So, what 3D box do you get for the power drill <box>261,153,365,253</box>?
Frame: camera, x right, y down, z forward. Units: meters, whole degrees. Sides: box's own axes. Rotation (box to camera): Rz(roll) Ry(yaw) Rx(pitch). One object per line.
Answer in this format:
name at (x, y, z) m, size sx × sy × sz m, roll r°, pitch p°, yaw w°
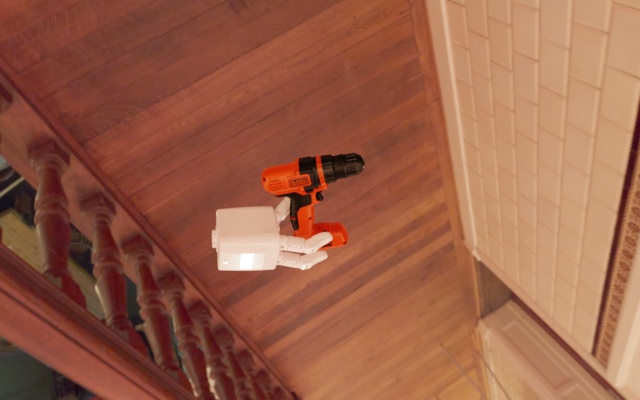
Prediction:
power drill at (0.000, 0.003, 0.880) m, size 0.184 × 0.188 × 0.057 m, roll -9°, pitch 34°, yaw 6°
